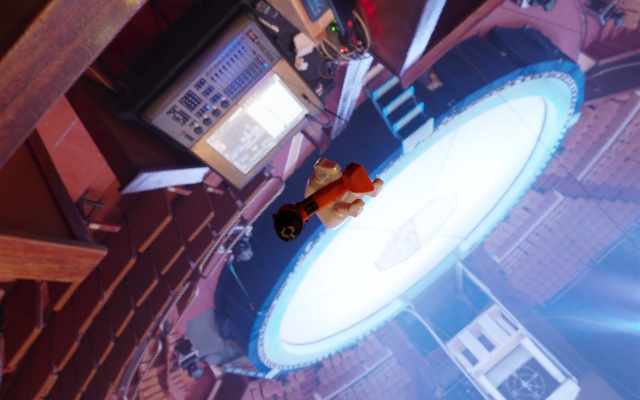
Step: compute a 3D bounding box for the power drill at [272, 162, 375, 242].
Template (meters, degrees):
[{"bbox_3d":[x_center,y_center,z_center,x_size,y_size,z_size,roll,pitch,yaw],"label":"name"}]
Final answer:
[{"bbox_3d":[0.001,0.003,0.847,0.187,0.057,0.184,-30,10,0],"label":"power drill"}]
